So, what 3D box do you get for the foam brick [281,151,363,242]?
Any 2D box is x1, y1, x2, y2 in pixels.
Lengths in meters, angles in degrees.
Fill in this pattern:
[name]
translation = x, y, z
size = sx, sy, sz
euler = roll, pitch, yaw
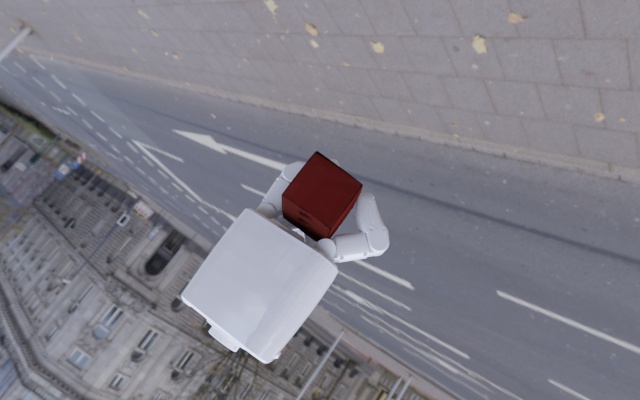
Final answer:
[foam brick]
translation = 0.000, 0.001, 0.441
size = 0.053, 0.051, 0.078
euler = 36, -16, 8
